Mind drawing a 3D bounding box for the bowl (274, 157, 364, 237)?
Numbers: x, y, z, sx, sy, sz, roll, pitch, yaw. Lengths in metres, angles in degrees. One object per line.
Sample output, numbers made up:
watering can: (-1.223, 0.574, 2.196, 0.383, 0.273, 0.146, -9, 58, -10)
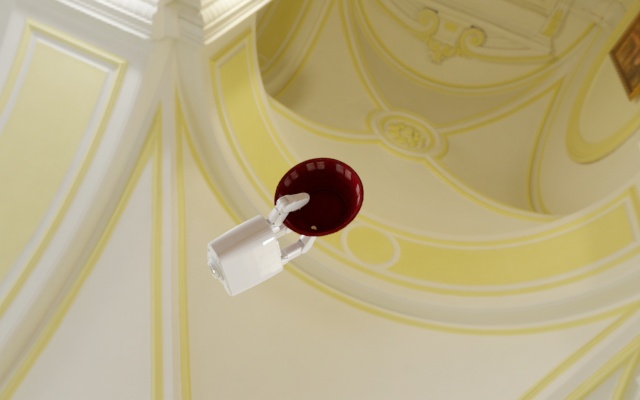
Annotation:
bowl: (0.001, 0.003, 0.868, 0.162, 0.162, 0.055, 0, -29, 10)
